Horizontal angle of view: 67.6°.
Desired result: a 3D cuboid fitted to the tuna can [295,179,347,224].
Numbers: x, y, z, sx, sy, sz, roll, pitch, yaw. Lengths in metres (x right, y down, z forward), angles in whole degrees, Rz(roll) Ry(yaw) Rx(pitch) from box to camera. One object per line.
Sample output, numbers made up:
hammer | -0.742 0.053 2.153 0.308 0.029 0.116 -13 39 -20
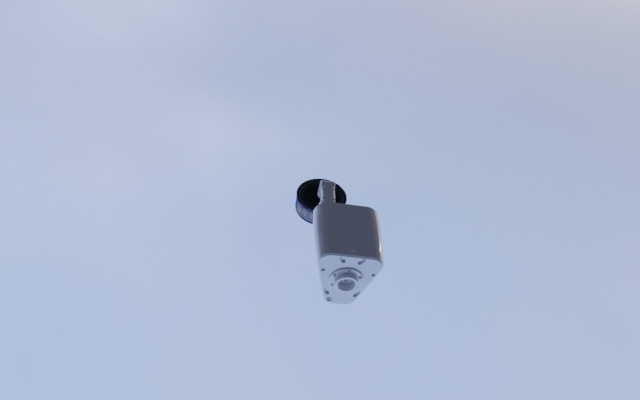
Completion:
tuna can | 0.000 0.003 0.815 0.086 0.034 0.086 6 42 -5
